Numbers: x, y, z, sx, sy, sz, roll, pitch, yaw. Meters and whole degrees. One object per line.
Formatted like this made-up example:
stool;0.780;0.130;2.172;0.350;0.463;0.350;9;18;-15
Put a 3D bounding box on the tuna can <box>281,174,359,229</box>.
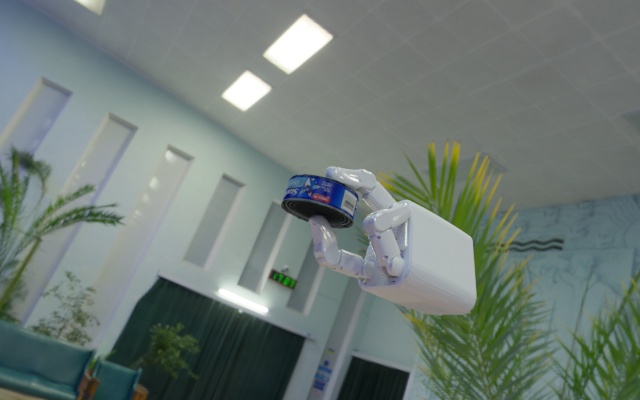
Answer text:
tuna can;0.000;0.001;0.550;0.086;0.033;0.086;15;-17;5
